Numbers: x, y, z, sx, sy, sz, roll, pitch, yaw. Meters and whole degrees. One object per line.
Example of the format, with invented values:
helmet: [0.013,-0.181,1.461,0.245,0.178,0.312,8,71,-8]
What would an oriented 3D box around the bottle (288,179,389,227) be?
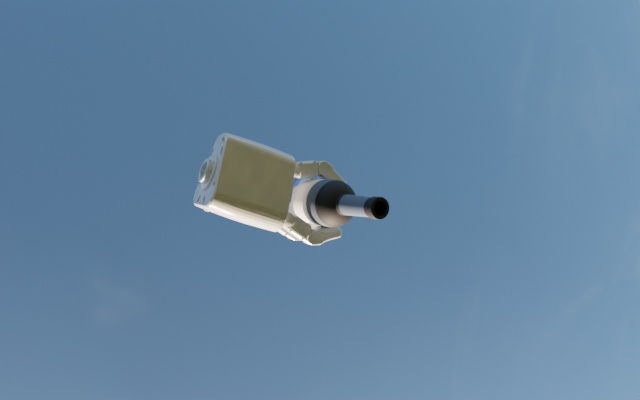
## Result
bottle: [0.000,0.002,0.695,0.069,0.069,0.295,0,3,-29]
